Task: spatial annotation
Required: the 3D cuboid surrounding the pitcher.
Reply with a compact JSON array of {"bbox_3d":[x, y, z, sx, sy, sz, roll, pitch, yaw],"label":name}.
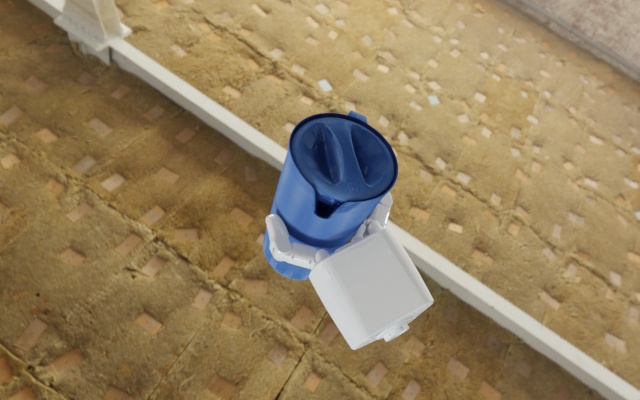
[{"bbox_3d":[0.000,0.002,0.648,0.149,0.145,0.243,-18,-26,-29],"label":"pitcher"}]
